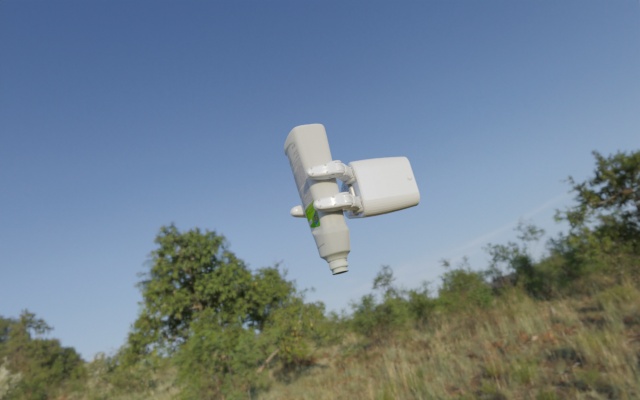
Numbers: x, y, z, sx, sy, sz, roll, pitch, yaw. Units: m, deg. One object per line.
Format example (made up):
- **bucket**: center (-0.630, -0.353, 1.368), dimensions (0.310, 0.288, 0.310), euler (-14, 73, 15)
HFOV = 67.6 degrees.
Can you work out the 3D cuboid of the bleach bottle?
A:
- **bleach bottle**: center (0.000, 0.003, 0.808), dimensions (0.068, 0.250, 0.103), euler (-9, -17, -17)
